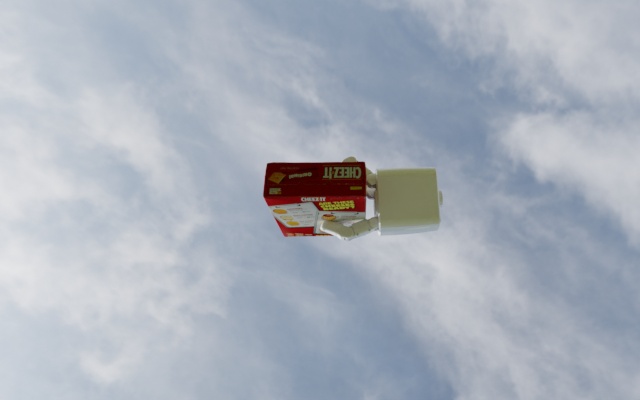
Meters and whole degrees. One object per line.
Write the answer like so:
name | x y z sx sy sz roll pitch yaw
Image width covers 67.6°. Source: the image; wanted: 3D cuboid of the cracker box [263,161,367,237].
cracker box | 0.000 0.003 0.851 0.164 0.072 0.214 -1 -21 5
